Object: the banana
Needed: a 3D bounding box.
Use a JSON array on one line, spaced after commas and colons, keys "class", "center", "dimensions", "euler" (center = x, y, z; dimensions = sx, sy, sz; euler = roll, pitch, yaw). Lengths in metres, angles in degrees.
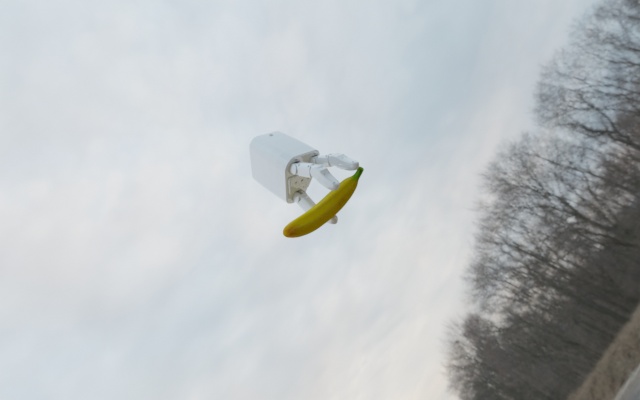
[{"class": "banana", "center": [0.004, 0.012, 0.856], "dimensions": [0.037, 0.070, 0.197], "euler": [34, 61, 27]}]
